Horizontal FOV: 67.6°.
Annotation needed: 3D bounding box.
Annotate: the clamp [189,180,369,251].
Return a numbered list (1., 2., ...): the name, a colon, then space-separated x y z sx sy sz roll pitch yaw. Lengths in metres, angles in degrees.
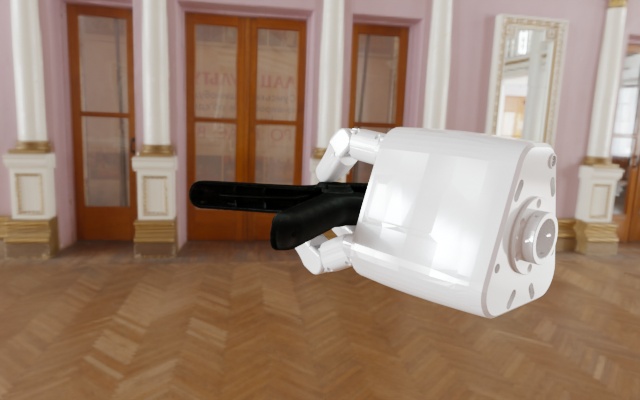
1. clamp: 0.001 0.001 0.421 0.210 0.036 0.164 -5 14 -41
